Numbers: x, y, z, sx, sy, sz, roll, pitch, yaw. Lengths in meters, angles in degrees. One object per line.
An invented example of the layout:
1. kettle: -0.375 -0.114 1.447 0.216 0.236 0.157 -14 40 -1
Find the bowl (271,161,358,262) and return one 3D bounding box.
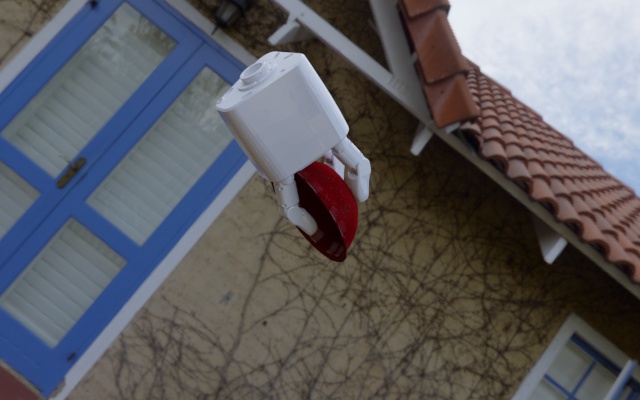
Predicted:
1. bowl: 0.001 0.003 0.638 0.055 0.162 0.162 -36 13 -20
